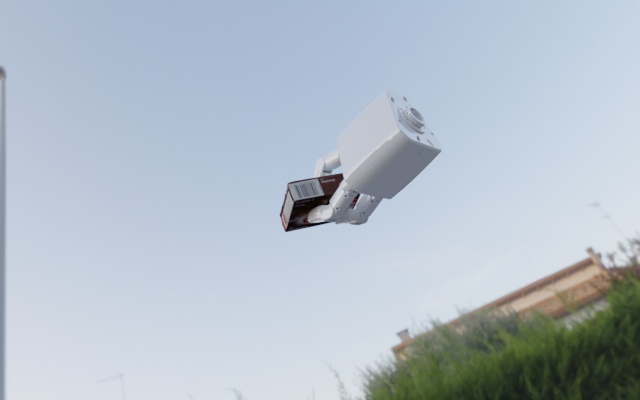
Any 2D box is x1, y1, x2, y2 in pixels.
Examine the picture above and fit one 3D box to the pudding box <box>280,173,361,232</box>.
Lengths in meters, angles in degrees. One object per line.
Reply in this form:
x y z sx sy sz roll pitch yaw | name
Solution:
0.000 0.002 0.725 0.113 0.039 0.090 -9 -32 -19 | pudding box
